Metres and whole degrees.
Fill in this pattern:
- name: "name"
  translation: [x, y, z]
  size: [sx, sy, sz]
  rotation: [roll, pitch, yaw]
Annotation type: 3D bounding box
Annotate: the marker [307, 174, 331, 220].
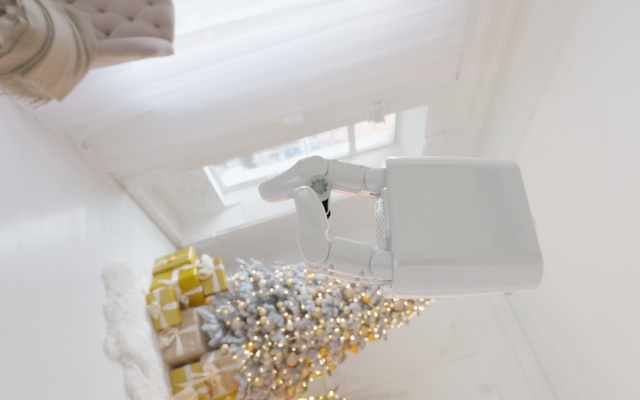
- name: "marker"
  translation: [0.000, 0.001, 0.423]
  size: [0.020, 0.020, 0.121]
  rotation: [0, -12, 1]
